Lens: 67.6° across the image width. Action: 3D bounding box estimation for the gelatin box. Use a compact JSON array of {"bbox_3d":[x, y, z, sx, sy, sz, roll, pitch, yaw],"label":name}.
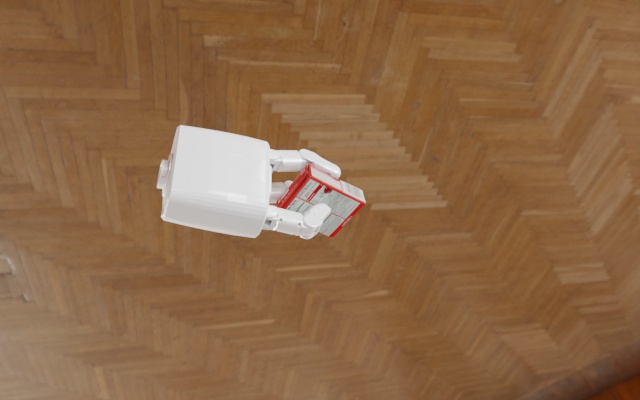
[{"bbox_3d":[0.000,0.002,0.604,0.089,0.030,0.073,25,-56,-26],"label":"gelatin box"}]
